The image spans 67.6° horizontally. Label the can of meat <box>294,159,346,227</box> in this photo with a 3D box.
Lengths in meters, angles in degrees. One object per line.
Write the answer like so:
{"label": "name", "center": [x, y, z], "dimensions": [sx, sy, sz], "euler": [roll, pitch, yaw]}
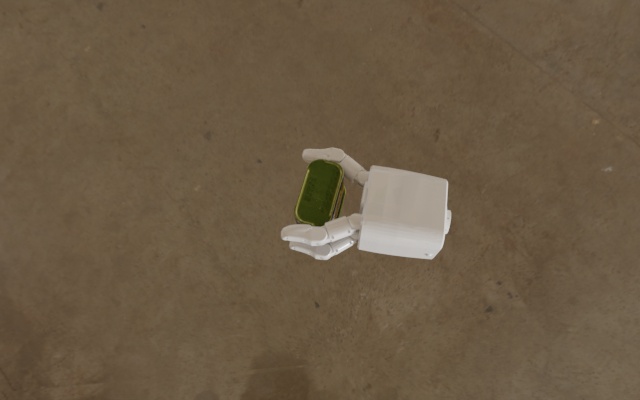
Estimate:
{"label": "can of meat", "center": [0.000, 0.002, 0.667], "dimensions": [0.057, 0.102, 0.084], "euler": [13, -17, 7]}
